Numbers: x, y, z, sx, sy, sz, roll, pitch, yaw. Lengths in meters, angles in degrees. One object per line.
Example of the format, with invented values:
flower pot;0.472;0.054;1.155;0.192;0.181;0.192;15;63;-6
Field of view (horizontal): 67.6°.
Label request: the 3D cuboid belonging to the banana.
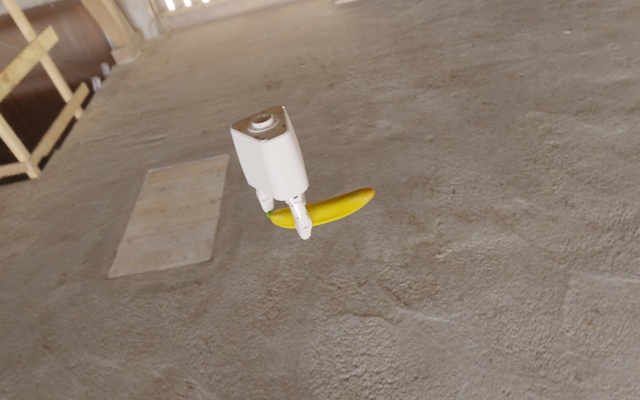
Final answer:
banana;-0.003;0.014;0.819;0.198;0.037;0.069;-11;33;8
